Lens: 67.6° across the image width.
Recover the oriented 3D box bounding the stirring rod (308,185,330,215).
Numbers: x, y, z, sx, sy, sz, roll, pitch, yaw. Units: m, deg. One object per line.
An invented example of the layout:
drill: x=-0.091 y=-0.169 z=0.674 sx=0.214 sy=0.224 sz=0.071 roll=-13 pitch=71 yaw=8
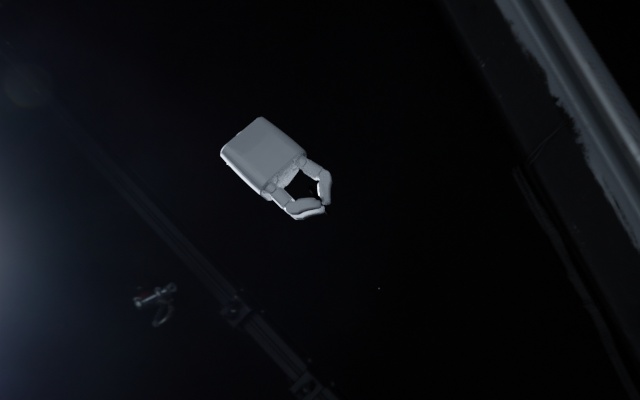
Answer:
stirring rod: x=0.000 y=0.003 z=0.835 sx=0.011 sy=0.011 sz=0.239 roll=0 pitch=-10 yaw=7
